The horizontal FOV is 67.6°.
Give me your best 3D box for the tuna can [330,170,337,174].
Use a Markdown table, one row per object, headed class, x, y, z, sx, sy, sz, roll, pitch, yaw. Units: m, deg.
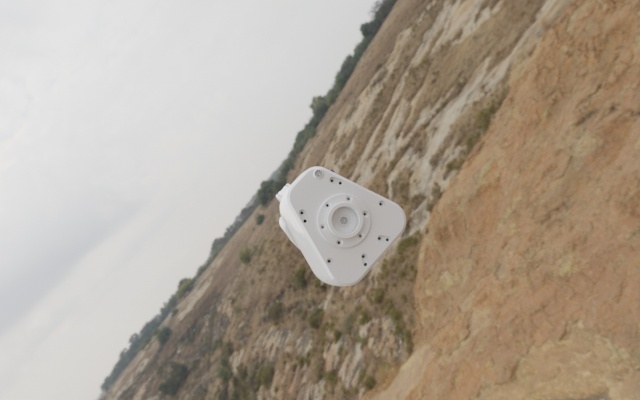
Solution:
| class | x | y | z | sx | sy | sz | roll | pitch | yaw |
| --- | --- | --- | --- | --- | --- | --- | --- | --- | --- |
| tuna can | 0.000 | 0.002 | 0.616 | 0.034 | 0.086 | 0.086 | 40 | 1 | 2 |
